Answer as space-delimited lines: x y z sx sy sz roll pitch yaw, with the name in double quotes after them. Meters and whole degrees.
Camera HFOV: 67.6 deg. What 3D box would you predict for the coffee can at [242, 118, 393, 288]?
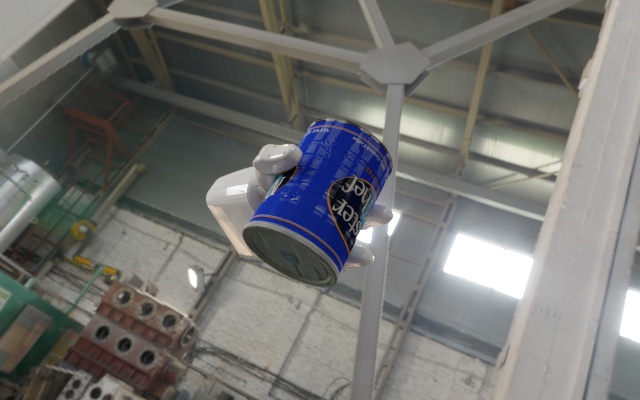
0.000 0.002 0.486 0.103 0.140 0.103 23 -27 13 "coffee can"
